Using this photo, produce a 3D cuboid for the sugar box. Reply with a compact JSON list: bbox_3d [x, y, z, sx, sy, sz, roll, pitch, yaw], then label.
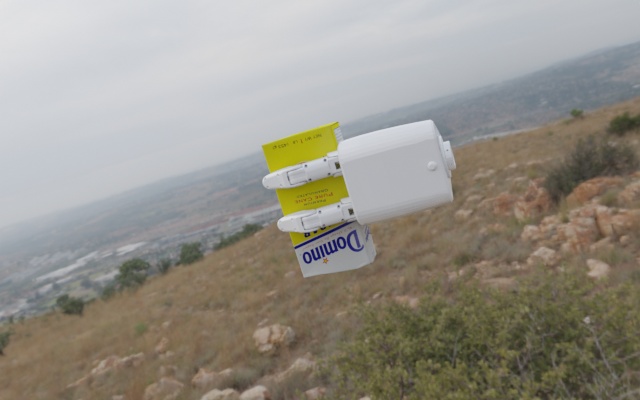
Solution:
[{"bbox_3d":[0.000,0.002,0.585,0.093,0.176,0.048,-14,9,19],"label":"sugar box"}]
